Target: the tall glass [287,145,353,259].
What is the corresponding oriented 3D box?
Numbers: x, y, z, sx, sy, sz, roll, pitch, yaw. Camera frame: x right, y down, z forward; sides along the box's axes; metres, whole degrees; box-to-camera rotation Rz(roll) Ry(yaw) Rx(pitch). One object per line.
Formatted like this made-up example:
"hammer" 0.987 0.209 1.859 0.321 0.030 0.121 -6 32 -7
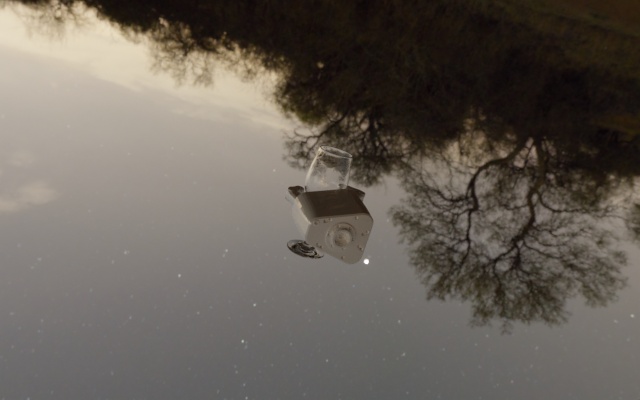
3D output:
"tall glass" 0.000 0.003 0.880 0.079 0.201 0.079 16 17 -5
